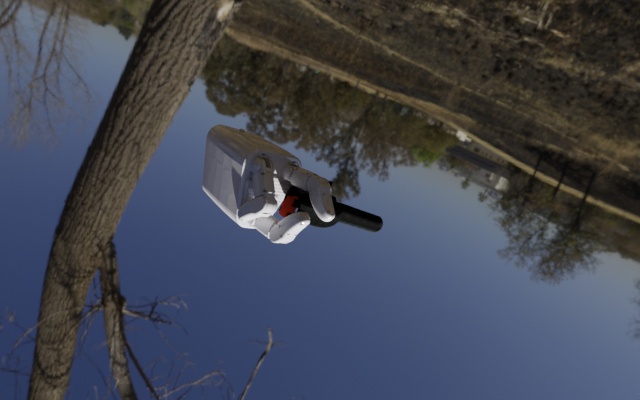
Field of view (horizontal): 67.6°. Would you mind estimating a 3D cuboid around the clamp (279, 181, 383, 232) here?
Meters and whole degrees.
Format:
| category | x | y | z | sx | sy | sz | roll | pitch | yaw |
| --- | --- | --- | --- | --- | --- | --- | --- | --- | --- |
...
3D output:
| category | x | y | z | sx | sy | sz | roll | pitch | yaw |
| --- | --- | --- | --- | --- | --- | --- | --- | --- | --- |
| clamp | 0.000 | 0.003 | 0.665 | 0.171 | 0.039 | 0.120 | 10 | 19 | -48 |
